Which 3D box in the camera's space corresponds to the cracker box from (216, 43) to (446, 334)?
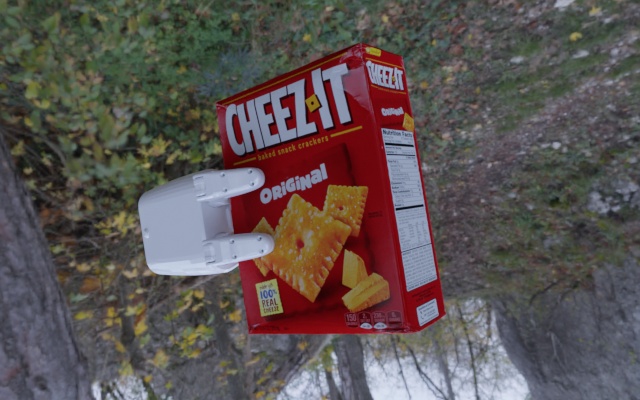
[{"bbox_3d":[0.000,0.001,0.402,0.164,0.213,0.072,-11,-3,37],"label":"cracker box"}]
